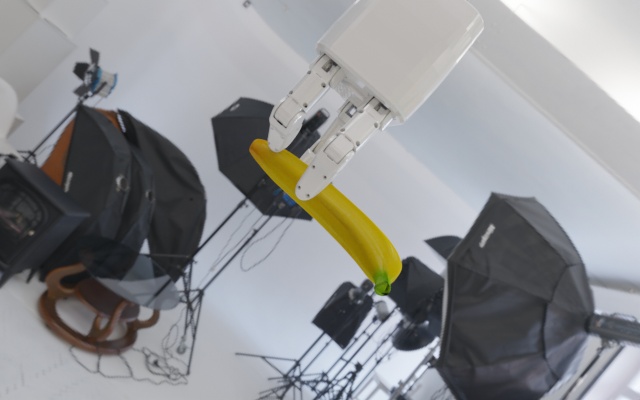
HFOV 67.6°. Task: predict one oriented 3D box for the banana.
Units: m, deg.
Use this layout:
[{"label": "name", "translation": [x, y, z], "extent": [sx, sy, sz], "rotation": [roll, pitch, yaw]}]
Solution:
[{"label": "banana", "translation": [0.010, 0.009, 0.427], "extent": [0.197, 0.037, 0.070], "rotation": [45, 4, 31]}]
